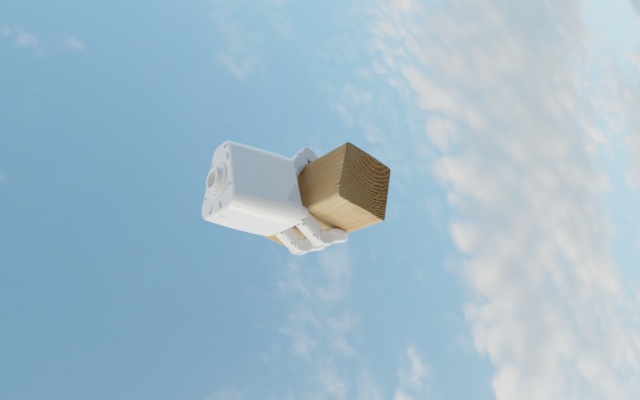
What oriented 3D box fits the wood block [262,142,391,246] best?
[{"bbox_3d":[0.000,0.002,0.735,0.090,0.090,0.206,28,-33,-29],"label":"wood block"}]
